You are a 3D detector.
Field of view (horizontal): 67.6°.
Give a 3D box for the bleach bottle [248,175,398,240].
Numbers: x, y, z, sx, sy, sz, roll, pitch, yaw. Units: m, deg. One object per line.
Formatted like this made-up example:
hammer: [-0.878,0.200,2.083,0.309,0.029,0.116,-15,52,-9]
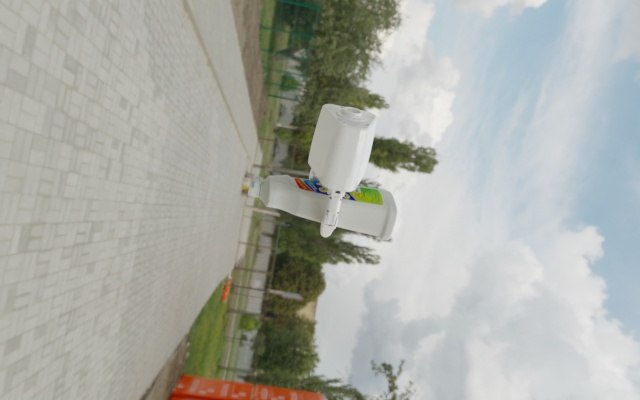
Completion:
bleach bottle: [0.000,0.003,0.827,0.251,0.068,0.102,10,25,-6]
